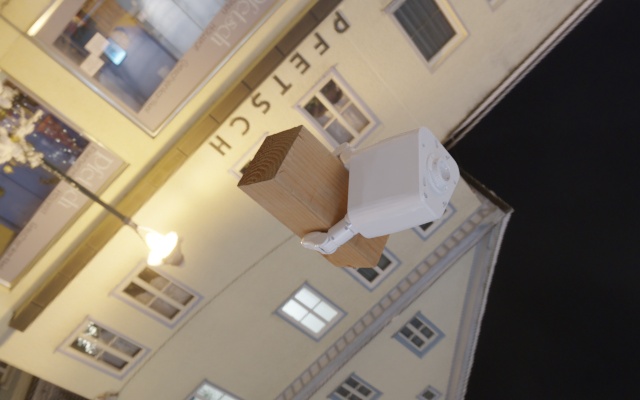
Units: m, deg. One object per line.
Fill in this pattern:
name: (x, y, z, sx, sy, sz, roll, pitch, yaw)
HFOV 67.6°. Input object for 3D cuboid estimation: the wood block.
wood block: (0.000, 0.002, 0.664, 0.206, 0.090, 0.090, 42, -29, -29)
